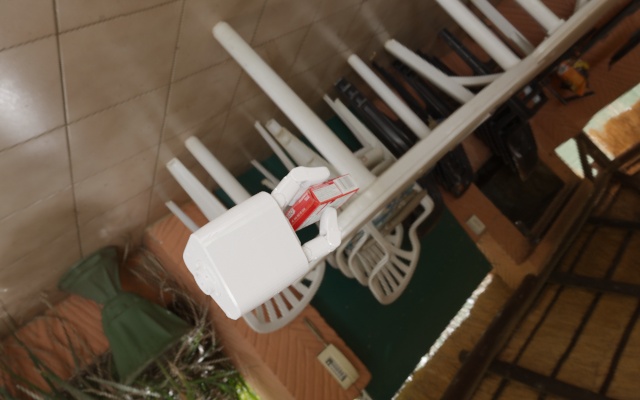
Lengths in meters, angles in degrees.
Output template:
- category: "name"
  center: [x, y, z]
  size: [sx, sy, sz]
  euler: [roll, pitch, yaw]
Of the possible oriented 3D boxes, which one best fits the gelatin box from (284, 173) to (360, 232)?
- category: "gelatin box"
  center: [0.001, 0.002, 0.657]
  size: [0.089, 0.030, 0.073]
  euler: [-22, -17, -45]
